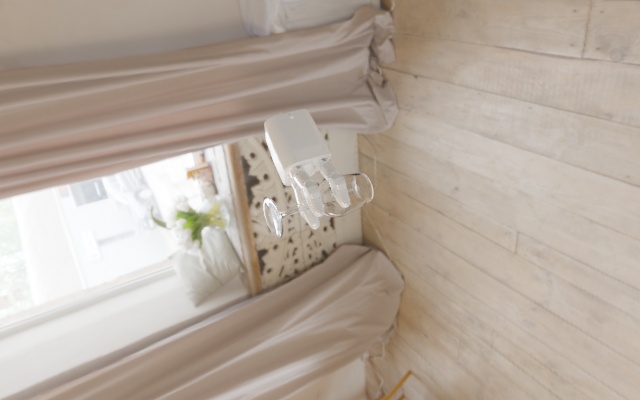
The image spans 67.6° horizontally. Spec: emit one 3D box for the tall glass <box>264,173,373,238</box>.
[{"bbox_3d":[0.000,0.003,0.889,0.201,0.079,0.079,-18,8,-26],"label":"tall glass"}]
